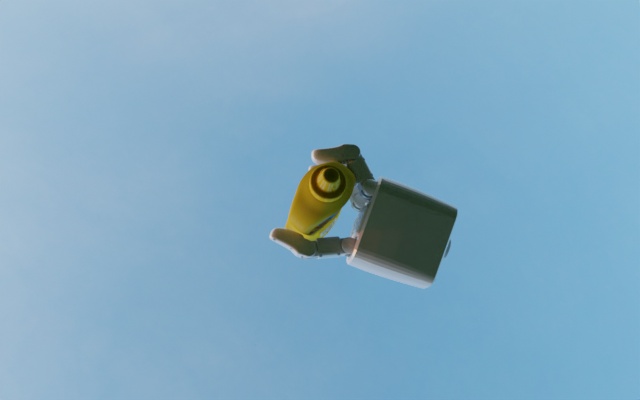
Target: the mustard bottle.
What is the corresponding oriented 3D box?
[{"bbox_3d":[0.000,0.002,0.592,0.096,0.058,0.192,-45,-7,-17],"label":"mustard bottle"}]
